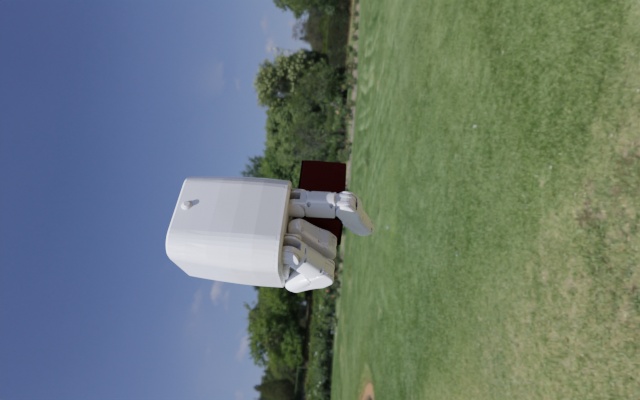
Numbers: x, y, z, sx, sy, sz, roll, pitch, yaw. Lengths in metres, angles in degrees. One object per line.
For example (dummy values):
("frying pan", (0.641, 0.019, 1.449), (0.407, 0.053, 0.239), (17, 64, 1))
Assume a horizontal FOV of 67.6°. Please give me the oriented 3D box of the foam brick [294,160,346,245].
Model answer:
("foam brick", (0.000, 0.002, 0.522), (0.051, 0.078, 0.053), (5, -38, 1))
